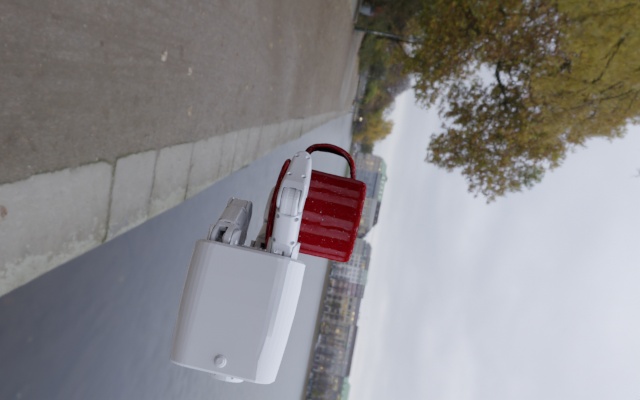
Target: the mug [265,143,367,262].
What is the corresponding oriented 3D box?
[{"bbox_3d":[0.001,0.000,0.469,0.081,0.117,0.093,13,-9,3],"label":"mug"}]
